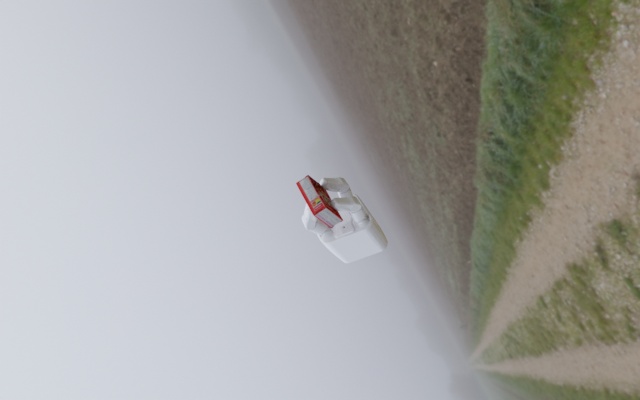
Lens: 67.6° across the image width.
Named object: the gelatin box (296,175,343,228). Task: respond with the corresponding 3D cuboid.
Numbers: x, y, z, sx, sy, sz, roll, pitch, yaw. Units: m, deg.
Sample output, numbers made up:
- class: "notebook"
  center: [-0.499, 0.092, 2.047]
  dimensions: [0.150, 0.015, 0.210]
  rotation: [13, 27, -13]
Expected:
- class: "gelatin box"
  center: [0.000, 0.003, 0.849]
  dimensions: [0.030, 0.073, 0.089]
  rotation: [-34, -28, 10]
